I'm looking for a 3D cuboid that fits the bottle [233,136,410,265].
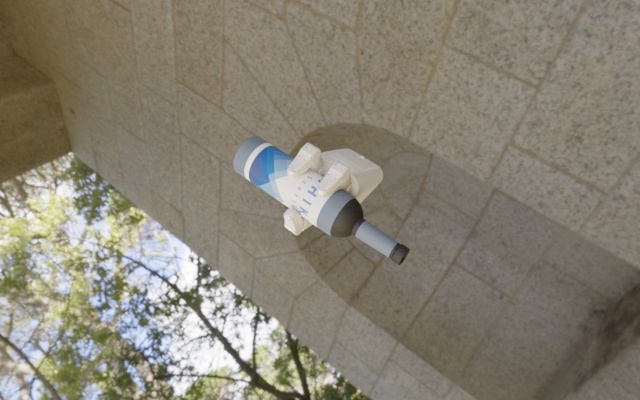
[{"bbox_3d":[0.000,0.002,0.706,0.295,0.069,0.069,33,13,21],"label":"bottle"}]
